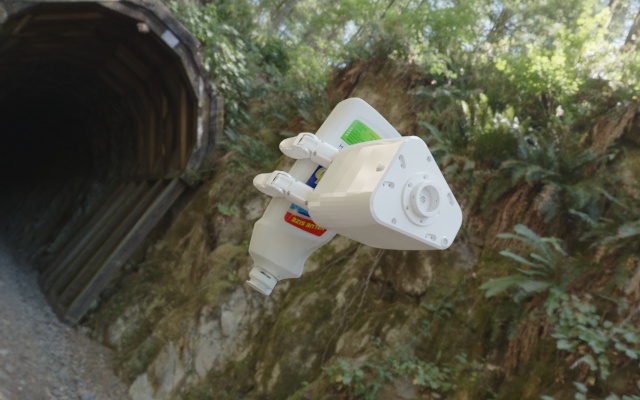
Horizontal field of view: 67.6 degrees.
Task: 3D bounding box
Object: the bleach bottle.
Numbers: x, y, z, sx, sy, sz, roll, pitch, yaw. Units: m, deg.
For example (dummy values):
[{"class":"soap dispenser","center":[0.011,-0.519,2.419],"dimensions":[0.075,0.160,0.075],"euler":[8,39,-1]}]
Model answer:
[{"class":"bleach bottle","center":[0.000,0.002,0.566],"dimensions":[0.102,0.250,0.068],"euler":[40,-20,-21]}]
